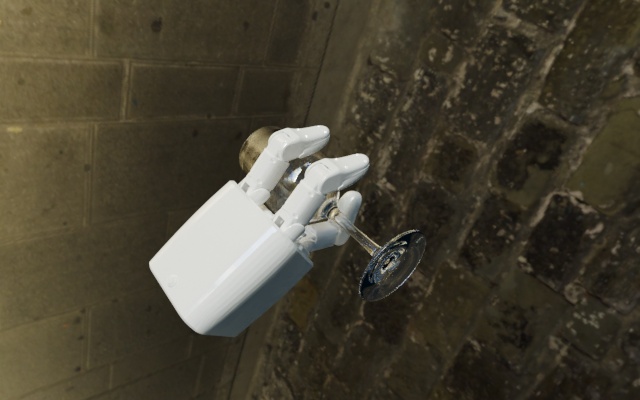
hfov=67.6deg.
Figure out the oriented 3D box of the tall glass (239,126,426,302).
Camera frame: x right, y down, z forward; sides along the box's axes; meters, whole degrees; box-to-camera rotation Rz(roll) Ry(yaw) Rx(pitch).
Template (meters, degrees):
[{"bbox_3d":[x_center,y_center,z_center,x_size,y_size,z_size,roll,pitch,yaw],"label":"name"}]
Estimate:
[{"bbox_3d":[0.001,0.002,0.451,0.079,0.079,0.201,0,33,-46],"label":"tall glass"}]
